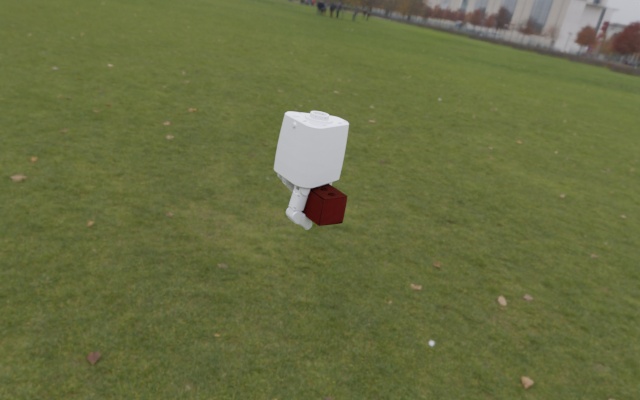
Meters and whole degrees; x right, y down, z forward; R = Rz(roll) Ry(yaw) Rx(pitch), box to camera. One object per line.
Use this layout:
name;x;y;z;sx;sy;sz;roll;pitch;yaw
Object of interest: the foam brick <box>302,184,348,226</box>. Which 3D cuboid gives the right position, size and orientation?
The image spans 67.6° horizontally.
foam brick;0.000;0.003;0.823;0.053;0.051;0.078;-6;28;-38
